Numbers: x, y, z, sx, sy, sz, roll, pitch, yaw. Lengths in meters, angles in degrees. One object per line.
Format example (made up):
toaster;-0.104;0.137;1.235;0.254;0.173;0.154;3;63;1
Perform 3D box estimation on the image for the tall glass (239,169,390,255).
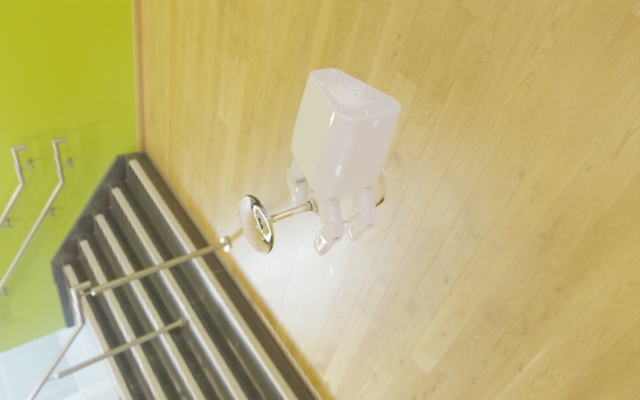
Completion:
tall glass;-0.001;0.002;0.622;0.201;0.079;0.079;-19;11;-35
